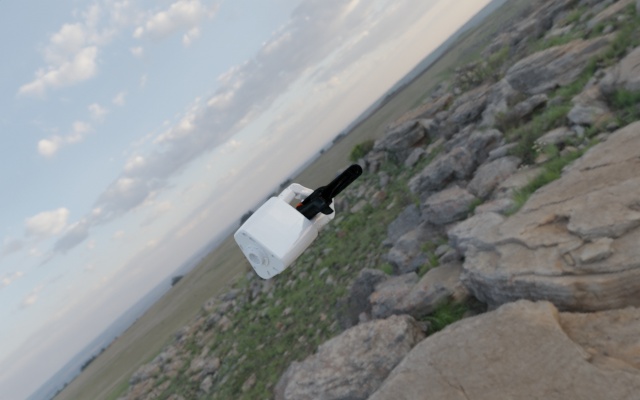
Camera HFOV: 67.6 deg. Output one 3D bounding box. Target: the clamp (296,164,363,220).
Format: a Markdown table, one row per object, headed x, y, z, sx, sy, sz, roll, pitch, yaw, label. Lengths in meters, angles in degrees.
| x | y | z | sx | sy | sz | roll | pitch | yaw | label |
| --- | --- | --- | --- | --- | --- | --- | --- | --- | --- |
| 0.000 | 0.002 | 0.880 | 0.171 | 0.039 | 0.120 | -36 | 8 | 48 | clamp |
